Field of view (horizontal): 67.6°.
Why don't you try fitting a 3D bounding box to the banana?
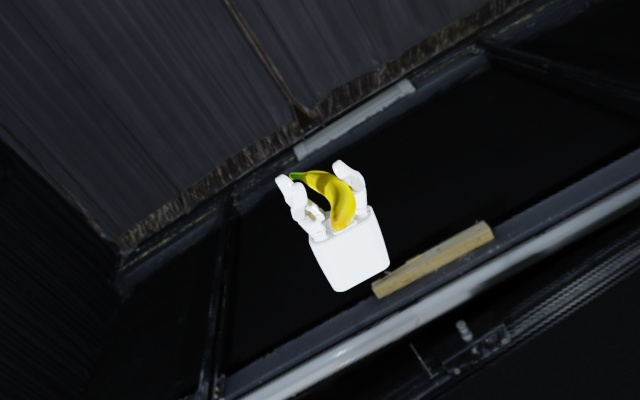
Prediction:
[{"bbox_3d":[0.016,-0.005,0.729,0.069,0.037,0.197,-20,28,-14],"label":"banana"}]
